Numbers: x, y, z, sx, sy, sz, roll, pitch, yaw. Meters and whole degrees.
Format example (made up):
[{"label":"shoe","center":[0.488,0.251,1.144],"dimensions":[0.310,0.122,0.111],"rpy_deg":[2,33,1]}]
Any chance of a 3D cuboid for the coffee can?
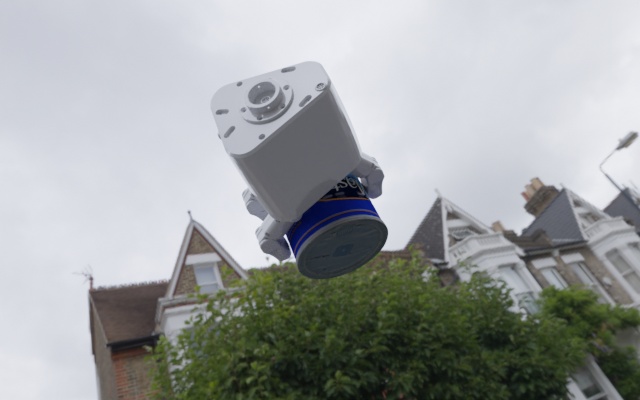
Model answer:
[{"label":"coffee can","center":[0.000,0.002,0.537],"dimensions":[0.103,0.140,0.103],"rpy_deg":[-17,-36,-13]}]
